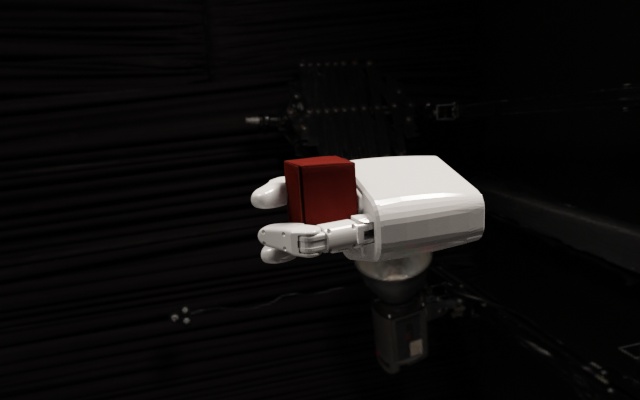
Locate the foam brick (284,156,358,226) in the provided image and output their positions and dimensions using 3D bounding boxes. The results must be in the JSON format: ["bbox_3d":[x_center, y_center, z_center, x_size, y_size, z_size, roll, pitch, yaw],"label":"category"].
[{"bbox_3d":[0.000,0.001,0.428,0.051,0.078,0.053,-8,14,-17],"label":"foam brick"}]
